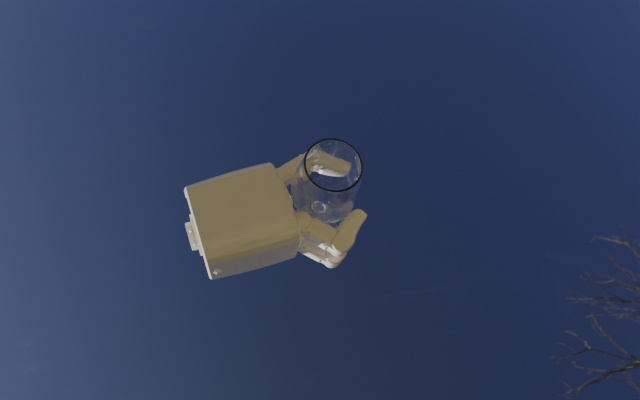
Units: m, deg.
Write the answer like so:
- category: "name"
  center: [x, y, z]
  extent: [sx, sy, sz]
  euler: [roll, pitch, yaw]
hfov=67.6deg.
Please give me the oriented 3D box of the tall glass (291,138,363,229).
- category: "tall glass"
  center: [0.000, 0.002, 0.578]
  extent: [0.079, 0.079, 0.201]
  euler: [0, -23, -9]
